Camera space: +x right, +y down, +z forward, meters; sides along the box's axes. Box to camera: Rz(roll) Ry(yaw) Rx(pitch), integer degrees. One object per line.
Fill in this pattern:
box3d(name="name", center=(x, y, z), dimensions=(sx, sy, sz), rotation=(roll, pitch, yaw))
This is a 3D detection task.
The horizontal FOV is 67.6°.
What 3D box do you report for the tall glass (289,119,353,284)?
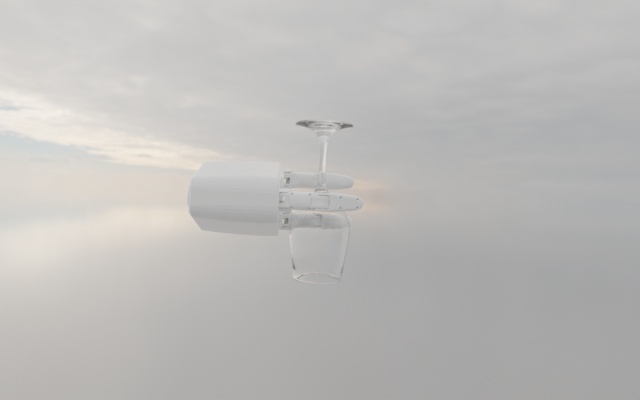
box3d(name="tall glass", center=(0.000, 0.001, 0.612), dimensions=(0.079, 0.201, 0.079), rotation=(2, 1, 0))
